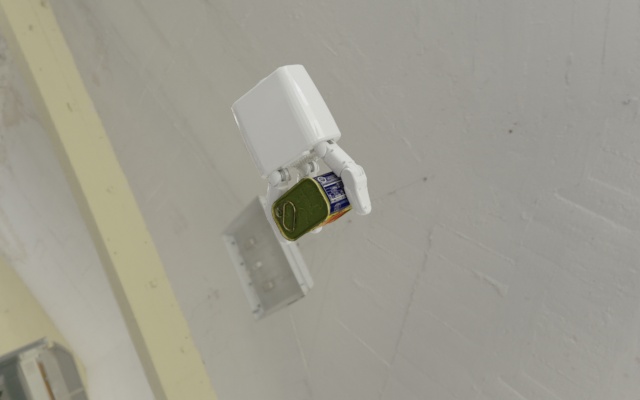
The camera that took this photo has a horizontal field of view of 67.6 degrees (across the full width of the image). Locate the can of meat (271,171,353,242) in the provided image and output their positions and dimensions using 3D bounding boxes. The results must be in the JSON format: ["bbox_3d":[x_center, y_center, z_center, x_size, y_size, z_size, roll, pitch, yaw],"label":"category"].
[{"bbox_3d":[0.000,0.002,0.613,0.084,0.057,0.102,-21,-11,-44],"label":"can of meat"}]
